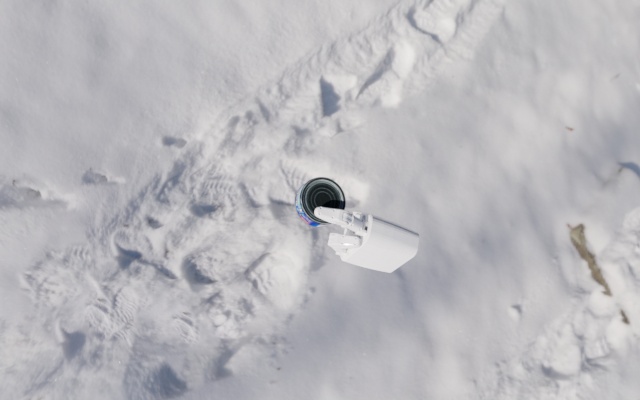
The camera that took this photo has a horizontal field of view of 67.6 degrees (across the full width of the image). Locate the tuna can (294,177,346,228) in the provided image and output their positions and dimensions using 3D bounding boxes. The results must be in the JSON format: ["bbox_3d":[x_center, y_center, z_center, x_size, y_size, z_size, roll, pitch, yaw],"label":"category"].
[{"bbox_3d":[0.000,0.003,0.833,0.086,0.086,0.034,0,-11,-20],"label":"tuna can"}]
